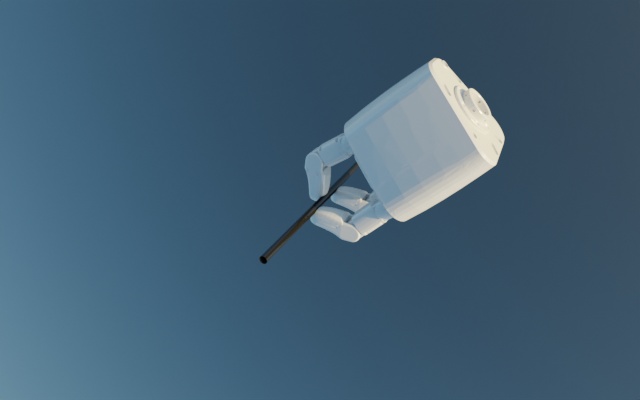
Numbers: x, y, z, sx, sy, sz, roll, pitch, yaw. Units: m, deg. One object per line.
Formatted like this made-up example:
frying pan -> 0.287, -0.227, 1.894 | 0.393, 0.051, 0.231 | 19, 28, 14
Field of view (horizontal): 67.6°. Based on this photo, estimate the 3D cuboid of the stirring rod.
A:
stirring rod -> 0.000, 0.002, 0.516 | 0.011, 0.011, 0.239 | 0, 25, 28
